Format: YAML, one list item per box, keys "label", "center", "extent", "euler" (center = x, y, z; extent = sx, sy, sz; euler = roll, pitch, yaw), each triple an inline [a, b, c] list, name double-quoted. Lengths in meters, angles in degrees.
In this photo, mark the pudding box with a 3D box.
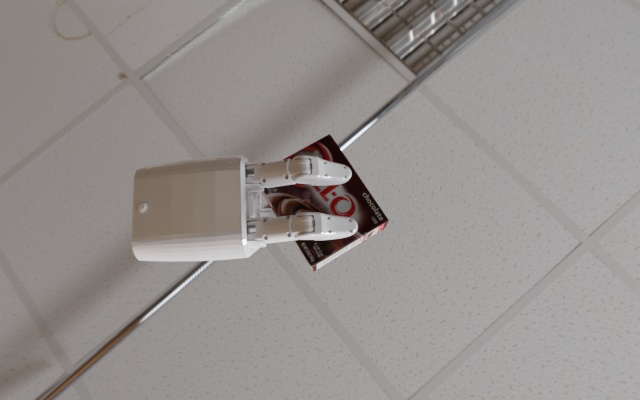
- label: "pudding box"
  center: [0.000, 0.002, 0.483]
  extent: [0.090, 0.113, 0.039]
  euler: [-30, -14, -10]
